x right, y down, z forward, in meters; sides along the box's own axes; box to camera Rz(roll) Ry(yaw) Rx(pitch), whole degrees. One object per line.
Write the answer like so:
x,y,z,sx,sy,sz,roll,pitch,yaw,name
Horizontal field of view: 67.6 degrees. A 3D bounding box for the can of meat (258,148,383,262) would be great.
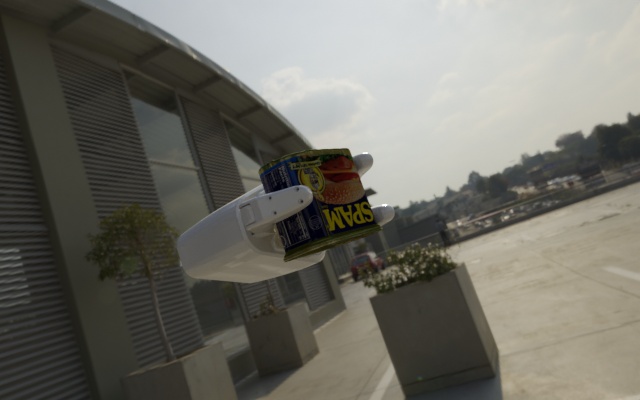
0.000,0.001,0.432,0.057,0.084,0.102,-26,-11,38,can of meat
